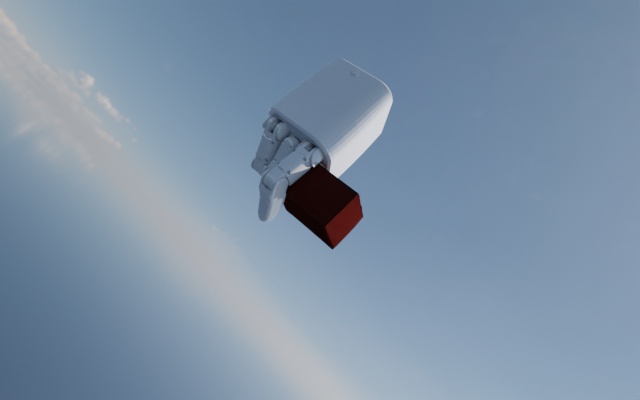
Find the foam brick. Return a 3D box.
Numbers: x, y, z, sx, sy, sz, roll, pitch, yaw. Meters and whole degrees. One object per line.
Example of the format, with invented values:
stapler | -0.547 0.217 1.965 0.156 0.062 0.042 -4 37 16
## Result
foam brick | 0.000 0.002 0.509 0.078 0.051 0.053 39 -17 28
